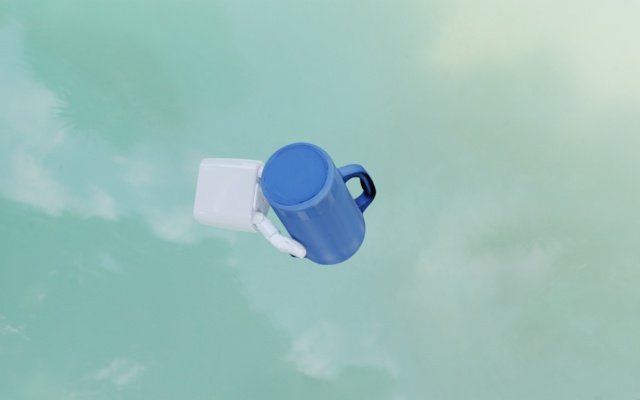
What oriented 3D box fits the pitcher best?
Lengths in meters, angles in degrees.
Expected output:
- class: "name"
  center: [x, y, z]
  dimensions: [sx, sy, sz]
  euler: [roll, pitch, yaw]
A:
- class: "pitcher"
  center: [0.000, 0.003, 0.765]
  dimensions: [0.145, 0.149, 0.243]
  euler: [7, -21, 16]
